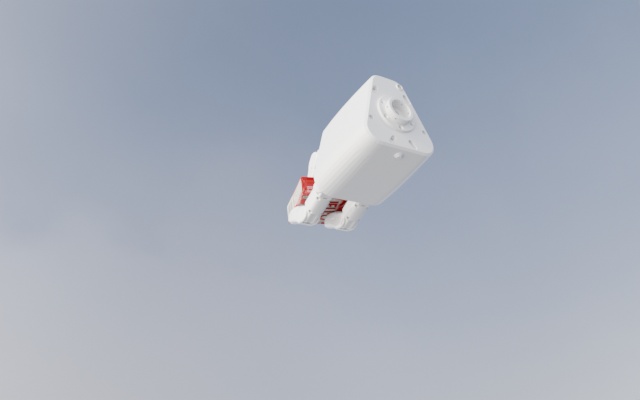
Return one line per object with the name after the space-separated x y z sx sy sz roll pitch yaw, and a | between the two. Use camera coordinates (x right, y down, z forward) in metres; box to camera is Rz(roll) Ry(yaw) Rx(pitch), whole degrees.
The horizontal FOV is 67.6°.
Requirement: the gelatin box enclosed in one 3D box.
0.000 0.002 0.646 0.073 0.030 0.089 3 -28 -17 | gelatin box
